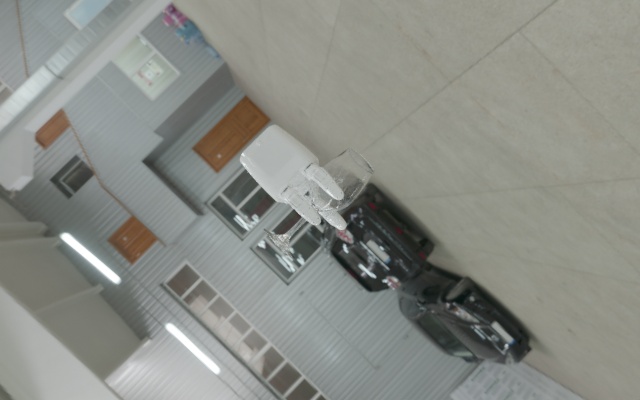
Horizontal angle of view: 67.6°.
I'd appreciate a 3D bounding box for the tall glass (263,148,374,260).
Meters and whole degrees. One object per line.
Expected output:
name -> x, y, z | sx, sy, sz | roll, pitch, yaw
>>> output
tall glass -> 0.000, 0.003, 0.803 | 0.079, 0.201, 0.079 | 45, -3, 3
